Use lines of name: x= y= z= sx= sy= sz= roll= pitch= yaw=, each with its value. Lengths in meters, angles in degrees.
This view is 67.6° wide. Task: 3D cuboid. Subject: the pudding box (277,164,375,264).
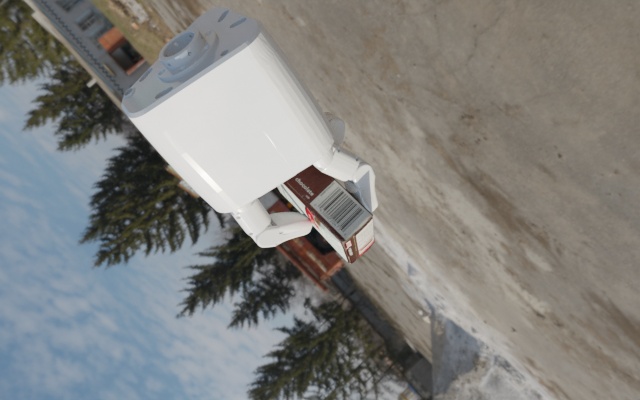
pudding box: x=0.000 y=0.002 z=0.451 sx=0.039 sy=0.113 sz=0.090 roll=-41 pitch=-19 yaw=-6
